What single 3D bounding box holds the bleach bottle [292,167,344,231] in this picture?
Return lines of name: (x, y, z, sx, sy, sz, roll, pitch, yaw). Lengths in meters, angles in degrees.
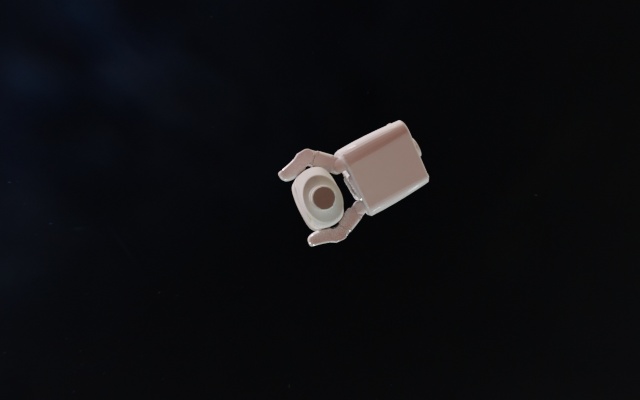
bleach bottle: (0.000, 0.002, 0.710, 0.068, 0.102, 0.251, -27, 3, -3)
